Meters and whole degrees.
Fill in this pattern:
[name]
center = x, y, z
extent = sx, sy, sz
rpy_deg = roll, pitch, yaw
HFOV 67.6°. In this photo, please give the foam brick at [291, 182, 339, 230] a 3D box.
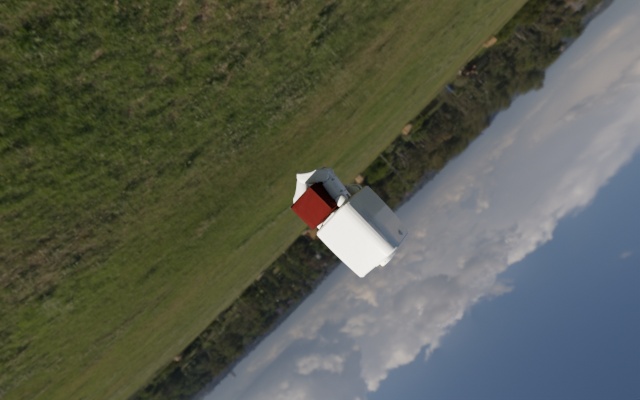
[foam brick]
center = 0.000, 0.003, 0.772
extent = 0.053, 0.051, 0.078
rpy_deg = -47, -6, 28
